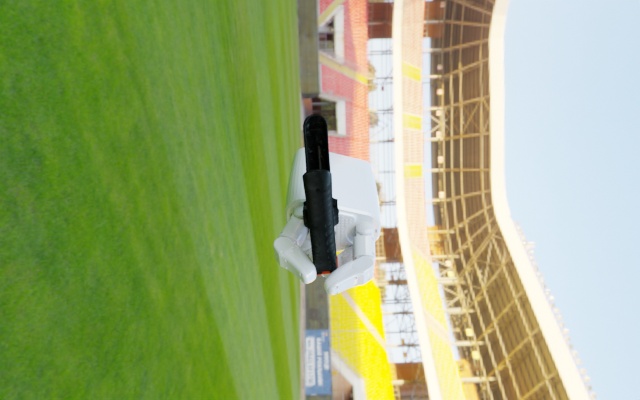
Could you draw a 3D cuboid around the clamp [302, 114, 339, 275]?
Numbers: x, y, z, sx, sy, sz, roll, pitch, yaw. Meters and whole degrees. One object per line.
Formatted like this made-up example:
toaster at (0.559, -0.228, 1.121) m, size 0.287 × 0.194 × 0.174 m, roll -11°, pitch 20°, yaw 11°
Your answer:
clamp at (0.001, 0.002, 0.487) m, size 0.039 × 0.172 × 0.120 m, roll 2°, pitch 44°, yaw 4°
